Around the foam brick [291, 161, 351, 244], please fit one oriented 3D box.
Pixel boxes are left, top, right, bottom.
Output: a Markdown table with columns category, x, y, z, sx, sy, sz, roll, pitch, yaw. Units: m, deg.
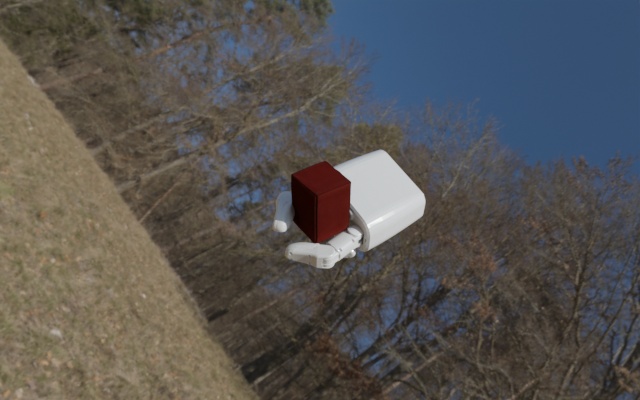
| category | x | y | z | sx | sy | sz | roll | pitch | yaw |
| --- | --- | --- | --- | --- | --- | --- | --- | --- | --- |
| foam brick | 0.000 | 0.002 | 0.574 | 0.051 | 0.078 | 0.053 | -24 | 47 | -26 |
